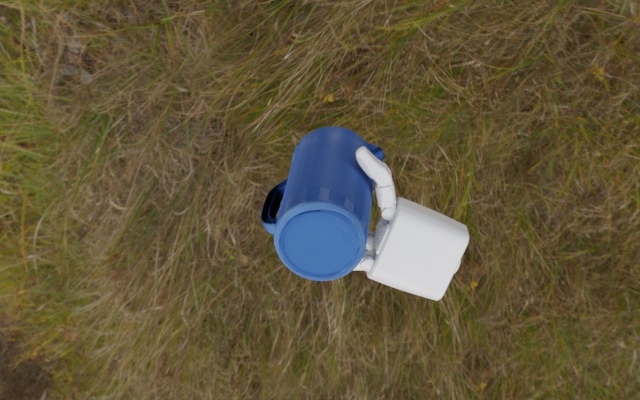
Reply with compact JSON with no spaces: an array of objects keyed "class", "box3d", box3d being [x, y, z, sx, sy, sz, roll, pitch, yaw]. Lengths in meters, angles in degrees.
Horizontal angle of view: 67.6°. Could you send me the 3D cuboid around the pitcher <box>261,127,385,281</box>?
[{"class":"pitcher","box3d":[0.000,0.002,0.651,0.145,0.149,0.242,23,26,-5]}]
